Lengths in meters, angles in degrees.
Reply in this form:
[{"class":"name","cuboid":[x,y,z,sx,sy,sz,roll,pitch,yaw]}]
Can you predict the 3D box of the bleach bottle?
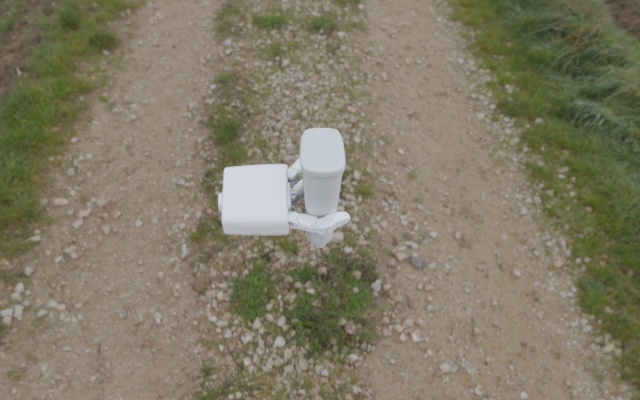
[{"class":"bleach bottle","cuboid":[0.000,0.003,0.807,0.068,0.102,0.251,0,-41,-2]}]
